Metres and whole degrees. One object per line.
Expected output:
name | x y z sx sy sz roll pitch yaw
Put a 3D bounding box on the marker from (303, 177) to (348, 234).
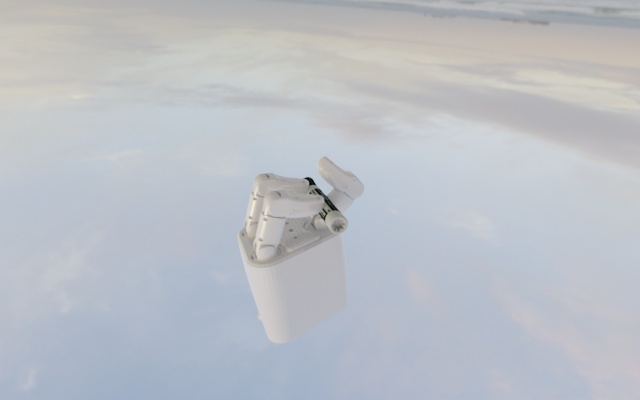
marker | 0.000 0.002 0.510 0.020 0.020 0.121 0 22 -19
